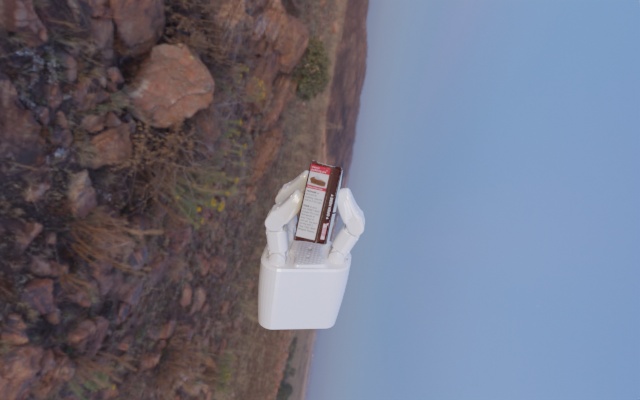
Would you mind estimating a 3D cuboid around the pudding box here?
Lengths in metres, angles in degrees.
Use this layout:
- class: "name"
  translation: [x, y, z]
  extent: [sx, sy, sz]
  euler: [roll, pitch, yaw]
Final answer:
- class: "pudding box"
  translation: [0.000, 0.002, 0.562]
  extent: [0.039, 0.090, 0.113]
  euler: [12, 2, 1]
